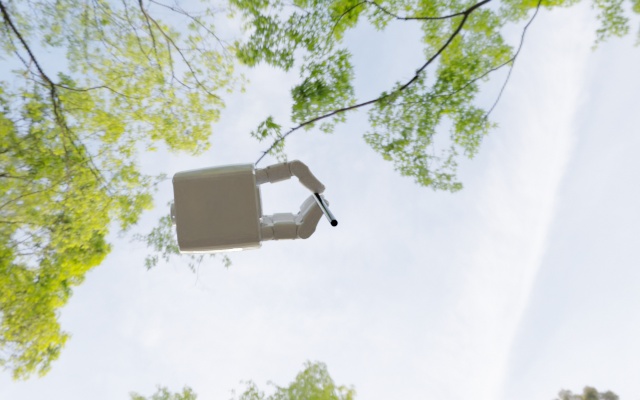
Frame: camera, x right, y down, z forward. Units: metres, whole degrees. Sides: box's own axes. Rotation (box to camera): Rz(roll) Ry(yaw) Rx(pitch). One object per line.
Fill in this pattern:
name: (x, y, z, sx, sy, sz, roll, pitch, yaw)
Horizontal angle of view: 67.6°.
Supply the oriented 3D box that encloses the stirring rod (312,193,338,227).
stirring rod: (0.000, 0.002, 0.593, 0.011, 0.011, 0.239, 0, 10, -7)
